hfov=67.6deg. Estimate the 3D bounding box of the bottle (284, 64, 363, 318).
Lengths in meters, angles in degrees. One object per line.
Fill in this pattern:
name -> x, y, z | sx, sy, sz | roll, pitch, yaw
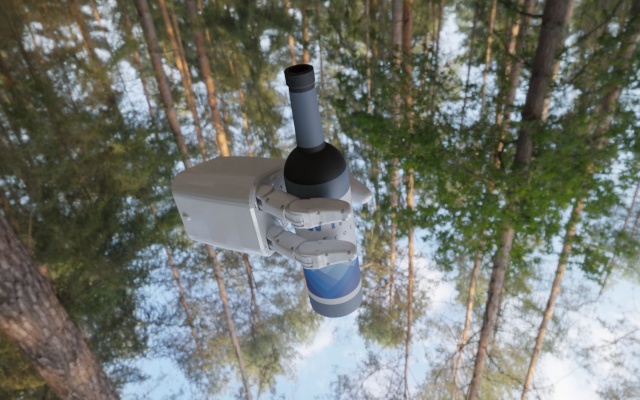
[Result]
bottle -> 0.000, 0.002, 0.511 | 0.069, 0.296, 0.069 | -6, 35, 4
